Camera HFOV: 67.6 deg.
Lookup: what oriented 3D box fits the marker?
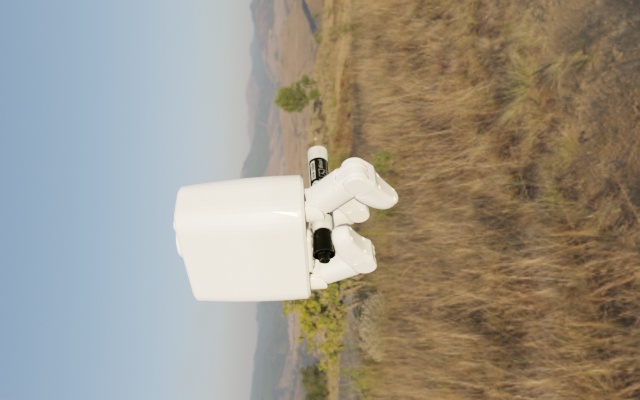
[{"bbox_3d":[0.000,0.001,0.419,0.020,0.121,0.020,-2,-38,-2],"label":"marker"}]
